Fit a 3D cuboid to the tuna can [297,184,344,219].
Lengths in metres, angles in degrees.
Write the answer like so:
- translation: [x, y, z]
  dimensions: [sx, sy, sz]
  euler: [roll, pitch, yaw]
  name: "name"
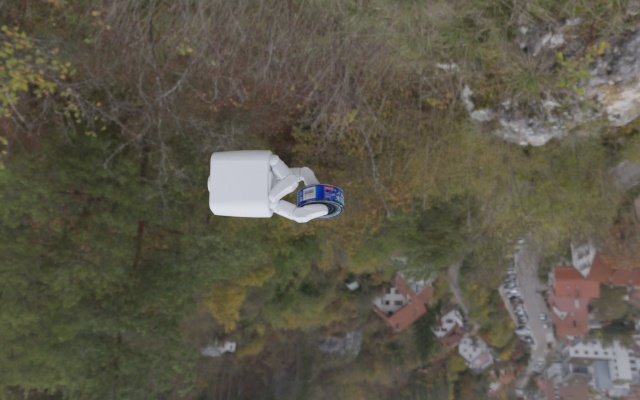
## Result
- translation: [0.000, 0.003, 0.866]
  dimensions: [0.086, 0.033, 0.086]
  euler: [0, -25, 0]
  name: "tuna can"
